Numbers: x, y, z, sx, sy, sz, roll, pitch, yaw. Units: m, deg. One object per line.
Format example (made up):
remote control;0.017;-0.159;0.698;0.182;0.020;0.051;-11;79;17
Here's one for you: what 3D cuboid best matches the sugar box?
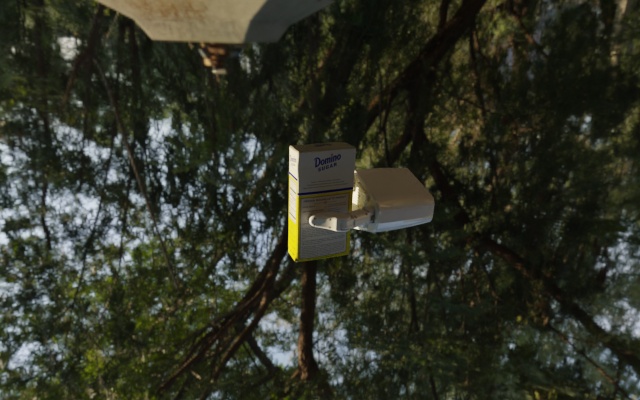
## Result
sugar box;0.000;0.002;0.724;0.093;0.176;0.048;-6;21;-22
